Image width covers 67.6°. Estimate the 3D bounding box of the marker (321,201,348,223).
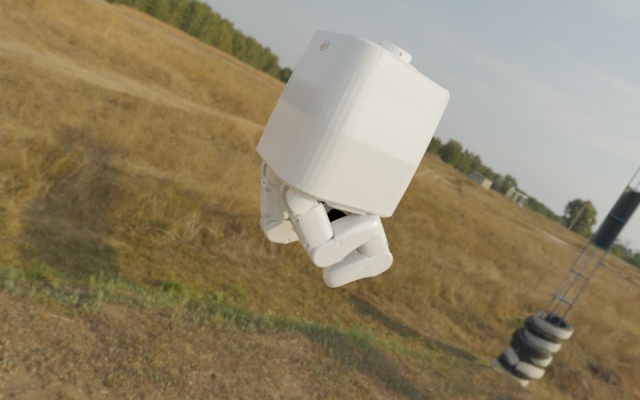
[{"bbox_3d":[0.000,0.001,0.434,0.020,0.020,0.121,0,22,-23],"label":"marker"}]
